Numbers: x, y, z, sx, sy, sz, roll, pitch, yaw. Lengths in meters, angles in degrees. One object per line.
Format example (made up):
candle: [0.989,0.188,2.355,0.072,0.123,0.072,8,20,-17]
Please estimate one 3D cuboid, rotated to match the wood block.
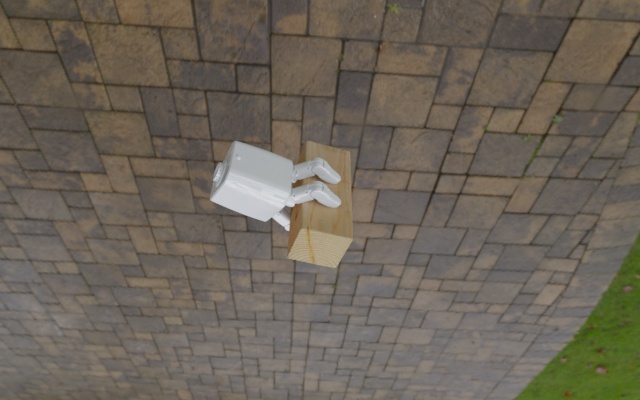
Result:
wood block: [0.000,0.003,0.849,0.090,0.206,0.091,13,-43,-13]
